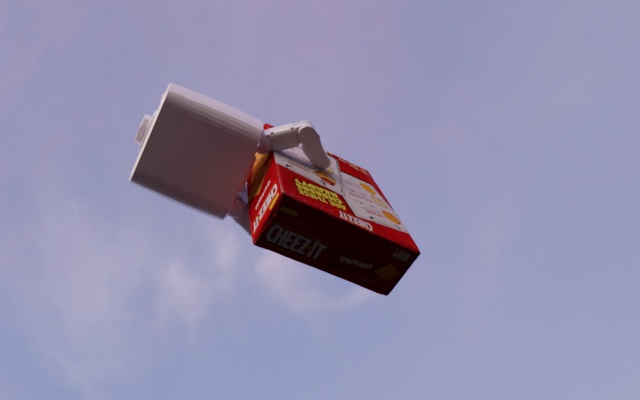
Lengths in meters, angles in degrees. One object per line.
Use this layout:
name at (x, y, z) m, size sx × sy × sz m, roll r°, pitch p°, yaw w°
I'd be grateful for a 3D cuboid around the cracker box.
cracker box at (0.000, 0.002, 0.559) m, size 0.164 × 0.072 × 0.213 m, roll 24°, pitch 20°, yaw -21°
